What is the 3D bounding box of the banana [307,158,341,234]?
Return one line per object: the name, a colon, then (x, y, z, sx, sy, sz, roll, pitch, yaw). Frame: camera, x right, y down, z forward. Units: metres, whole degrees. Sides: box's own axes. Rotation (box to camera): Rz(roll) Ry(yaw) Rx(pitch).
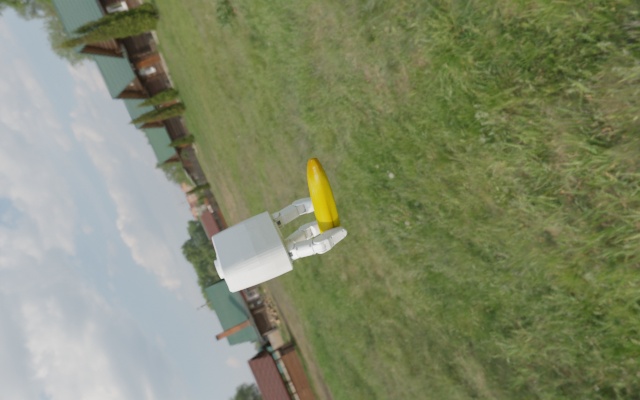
banana: (0.007, 0.018, 0.791, 0.037, 0.069, 0.198, -21, -40, -6)
